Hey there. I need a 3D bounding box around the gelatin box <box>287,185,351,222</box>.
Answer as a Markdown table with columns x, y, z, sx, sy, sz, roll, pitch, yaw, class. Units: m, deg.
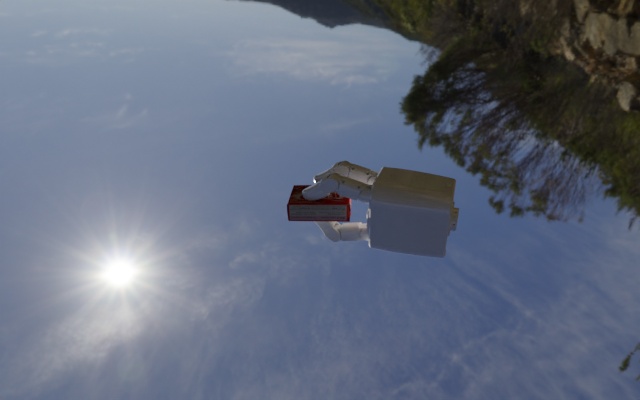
| x | y | z | sx | sy | sz | roll | pitch | yaw | class |
| --- | --- | --- | --- | --- | --- | --- | --- | --- | --- |
| 0.000 | 0.003 | 0.693 | 0.089 | 0.030 | 0.073 | 0 | 23 | 5 | gelatin box |
